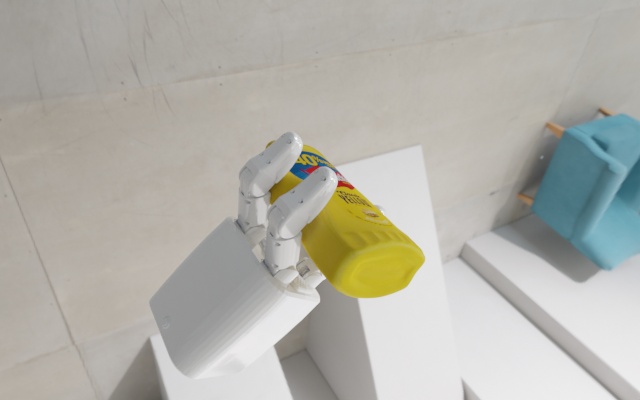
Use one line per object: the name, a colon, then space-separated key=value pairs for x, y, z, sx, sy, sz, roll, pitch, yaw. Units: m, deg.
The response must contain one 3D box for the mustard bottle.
mustard bottle: x=0.000 y=0.001 z=0.420 sx=0.096 sy=0.058 sz=0.191 roll=9 pitch=28 yaw=-42
